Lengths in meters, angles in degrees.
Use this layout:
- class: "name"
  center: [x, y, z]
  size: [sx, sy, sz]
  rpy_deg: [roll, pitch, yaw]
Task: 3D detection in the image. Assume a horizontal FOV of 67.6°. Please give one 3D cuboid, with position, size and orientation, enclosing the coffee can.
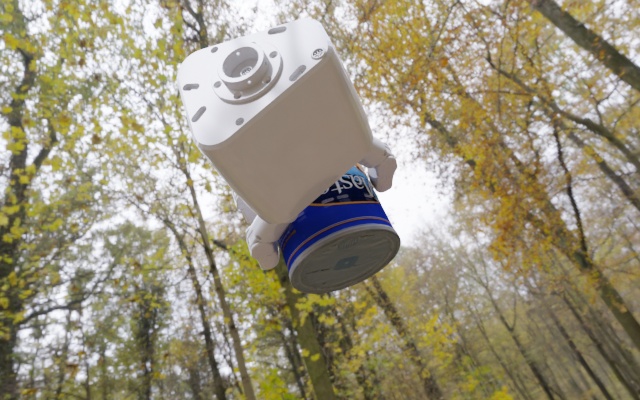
- class: "coffee can"
  center: [0.000, 0.002, 0.451]
  size: [0.103, 0.140, 0.103]
  rpy_deg: [-16, -33, -11]
